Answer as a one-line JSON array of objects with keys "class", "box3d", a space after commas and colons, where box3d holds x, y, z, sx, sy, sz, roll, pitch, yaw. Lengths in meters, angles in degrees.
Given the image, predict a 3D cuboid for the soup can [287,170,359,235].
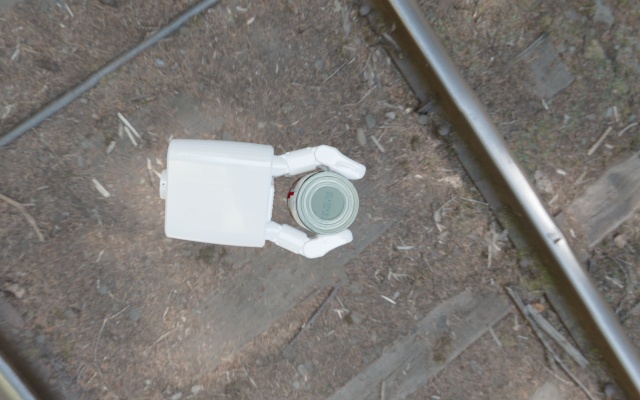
[{"class": "soup can", "box3d": [0.001, 0.002, 0.535, 0.068, 0.068, 0.102, 0, 1, -9]}]
